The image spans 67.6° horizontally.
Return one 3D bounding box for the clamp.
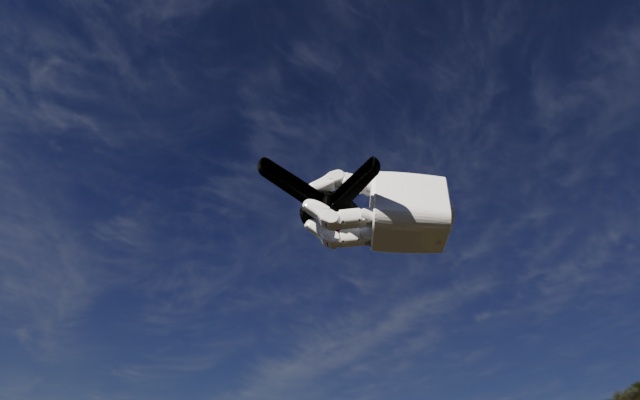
[{"bbox_3d":[0.000,0.002,0.701,0.164,0.036,0.210,5,-34,7],"label":"clamp"}]
